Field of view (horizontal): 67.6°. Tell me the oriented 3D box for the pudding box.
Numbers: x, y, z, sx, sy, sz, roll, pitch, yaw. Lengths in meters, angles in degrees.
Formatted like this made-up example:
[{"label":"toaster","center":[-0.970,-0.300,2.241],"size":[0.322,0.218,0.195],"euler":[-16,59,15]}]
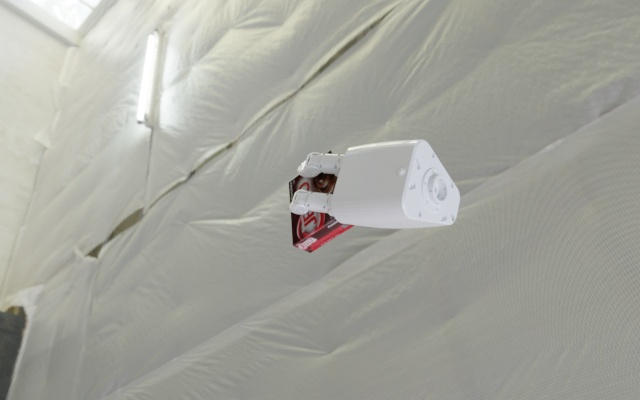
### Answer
[{"label":"pudding box","center":[0.000,0.002,0.650],"size":[0.039,0.113,0.090],"euler":[29,-50,-36]}]
